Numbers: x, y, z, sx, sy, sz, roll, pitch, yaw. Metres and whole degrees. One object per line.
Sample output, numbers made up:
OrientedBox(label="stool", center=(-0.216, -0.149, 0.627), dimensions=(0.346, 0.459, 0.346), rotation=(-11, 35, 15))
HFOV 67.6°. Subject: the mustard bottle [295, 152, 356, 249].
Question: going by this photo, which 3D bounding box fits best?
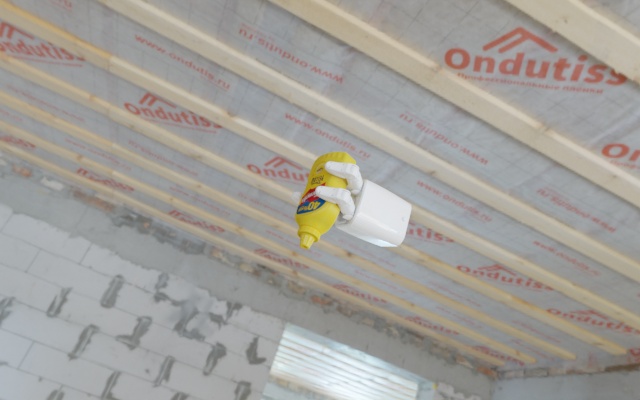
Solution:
OrientedBox(label="mustard bottle", center=(0.000, 0.002, 0.881), dimensions=(0.096, 0.191, 0.058), rotation=(-12, -41, 44))
